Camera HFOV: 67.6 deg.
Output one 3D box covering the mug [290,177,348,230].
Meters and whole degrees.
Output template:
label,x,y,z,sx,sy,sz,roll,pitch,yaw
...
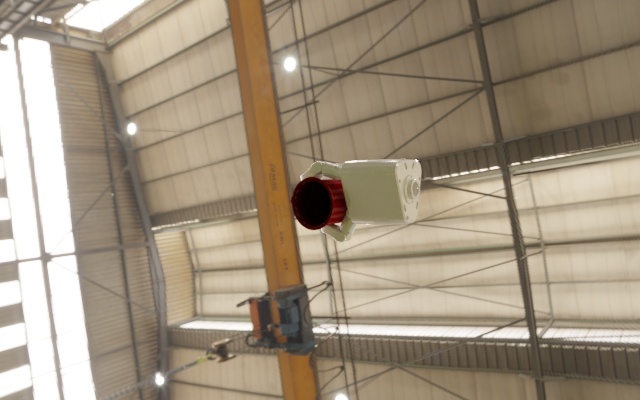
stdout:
label,x,y,z,sx,sy,sz,roll,pitch,yaw
mug,-0.001,0.003,0.865,0.117,0.093,0.081,2,5,38
